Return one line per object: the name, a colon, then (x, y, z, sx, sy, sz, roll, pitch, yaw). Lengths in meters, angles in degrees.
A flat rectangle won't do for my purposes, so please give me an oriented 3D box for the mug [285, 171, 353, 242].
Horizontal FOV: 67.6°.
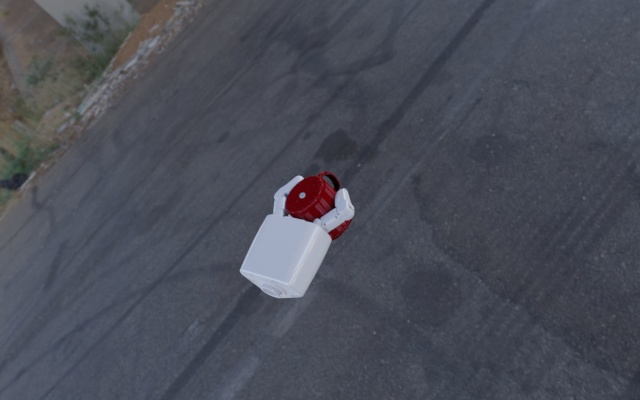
mug: (0.001, 0.001, 0.806, 0.093, 0.117, 0.081, -3, -37, 44)
